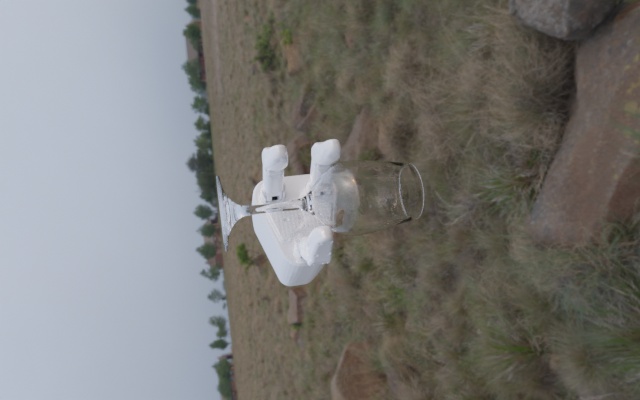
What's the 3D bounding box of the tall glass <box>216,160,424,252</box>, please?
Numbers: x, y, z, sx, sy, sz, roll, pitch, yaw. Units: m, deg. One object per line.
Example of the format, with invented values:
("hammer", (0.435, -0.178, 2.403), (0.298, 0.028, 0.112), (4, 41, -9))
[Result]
("tall glass", (-0.001, 0.002, 0.485), (0.201, 0.079, 0.079), (-7, 1, -13))
